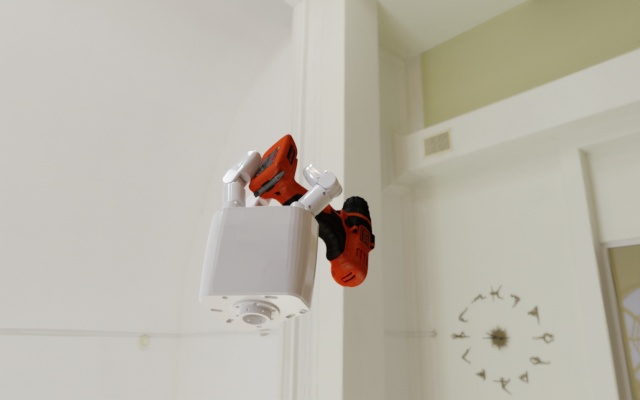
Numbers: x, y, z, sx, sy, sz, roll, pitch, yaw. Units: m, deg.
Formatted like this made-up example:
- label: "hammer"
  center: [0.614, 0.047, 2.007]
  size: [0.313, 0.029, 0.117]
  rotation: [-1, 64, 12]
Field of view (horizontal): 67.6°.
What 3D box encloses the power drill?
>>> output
- label: "power drill"
  center: [0.000, 0.002, 0.633]
  size: [0.057, 0.188, 0.184]
  rotation: [-39, 19, 23]
